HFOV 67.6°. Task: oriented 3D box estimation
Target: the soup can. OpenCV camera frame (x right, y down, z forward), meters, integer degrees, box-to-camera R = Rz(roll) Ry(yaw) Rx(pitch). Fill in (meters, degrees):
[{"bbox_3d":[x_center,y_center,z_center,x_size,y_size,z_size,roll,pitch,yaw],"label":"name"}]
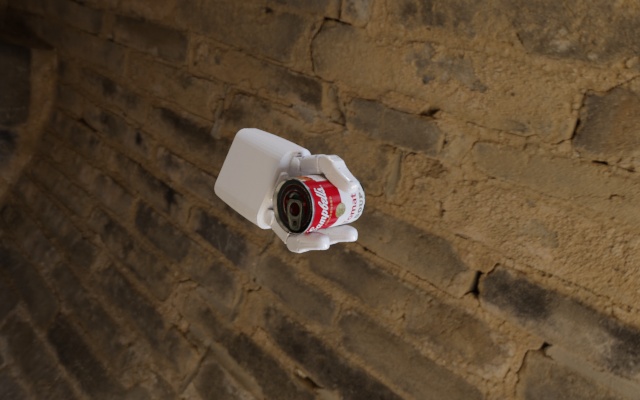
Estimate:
[{"bbox_3d":[0.001,0.002,0.595,0.068,0.068,0.102,0,6,42],"label":"soup can"}]
